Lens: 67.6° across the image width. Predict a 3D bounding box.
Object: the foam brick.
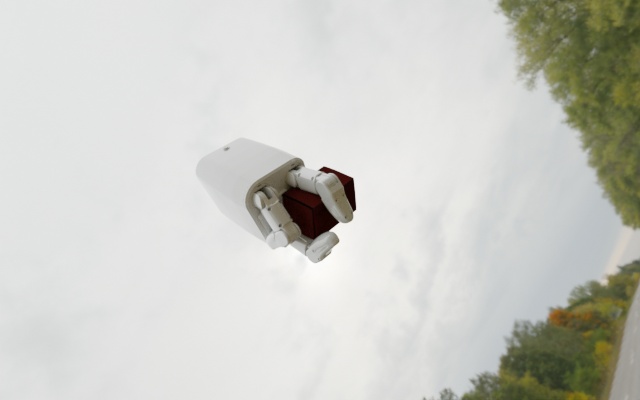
[{"bbox_3d":[0.000,0.002,0.589,0.051,0.053,0.078,25,46,35],"label":"foam brick"}]
